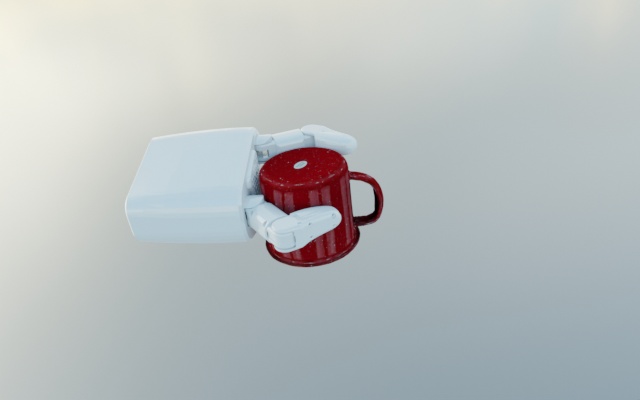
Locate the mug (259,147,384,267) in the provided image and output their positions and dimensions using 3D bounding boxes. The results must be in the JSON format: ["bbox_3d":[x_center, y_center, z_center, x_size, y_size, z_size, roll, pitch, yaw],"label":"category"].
[{"bbox_3d":[0.001,0.001,0.445,0.117,0.081,0.093,-3,31,7],"label":"mug"}]
